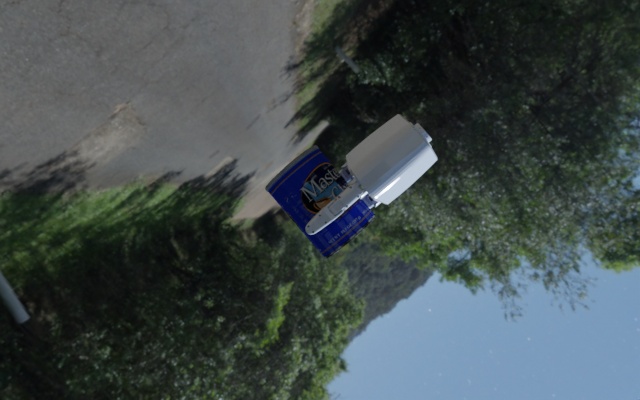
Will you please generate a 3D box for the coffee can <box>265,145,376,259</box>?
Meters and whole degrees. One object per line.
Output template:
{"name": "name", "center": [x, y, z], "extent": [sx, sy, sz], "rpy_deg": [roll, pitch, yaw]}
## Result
{"name": "coffee can", "center": [0.000, 0.002, 0.723], "extent": [0.103, 0.140, 0.103], "rpy_deg": [-41, -1, -1]}
